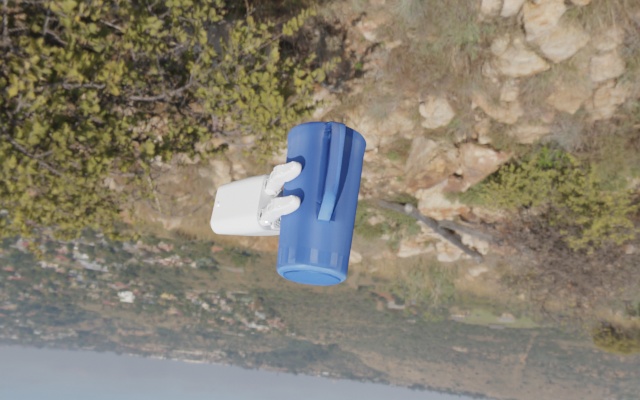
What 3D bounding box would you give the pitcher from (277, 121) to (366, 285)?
[{"bbox_3d":[0.000,0.003,0.755,0.145,0.242,0.149,-8,-25,32],"label":"pitcher"}]
